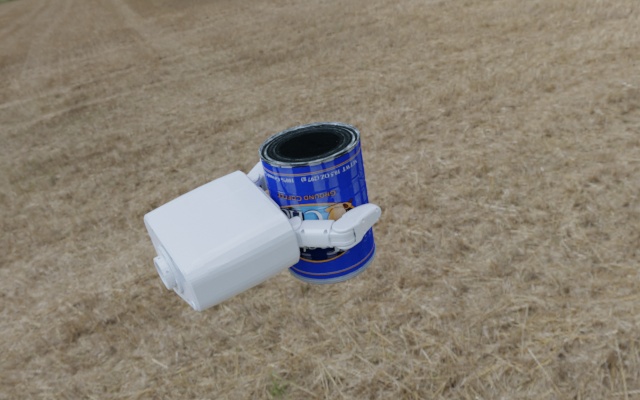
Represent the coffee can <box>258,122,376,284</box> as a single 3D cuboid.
[{"bbox_3d":[0.000,0.002,0.504,0.103,0.140,0.102,-8,29,5],"label":"coffee can"}]
